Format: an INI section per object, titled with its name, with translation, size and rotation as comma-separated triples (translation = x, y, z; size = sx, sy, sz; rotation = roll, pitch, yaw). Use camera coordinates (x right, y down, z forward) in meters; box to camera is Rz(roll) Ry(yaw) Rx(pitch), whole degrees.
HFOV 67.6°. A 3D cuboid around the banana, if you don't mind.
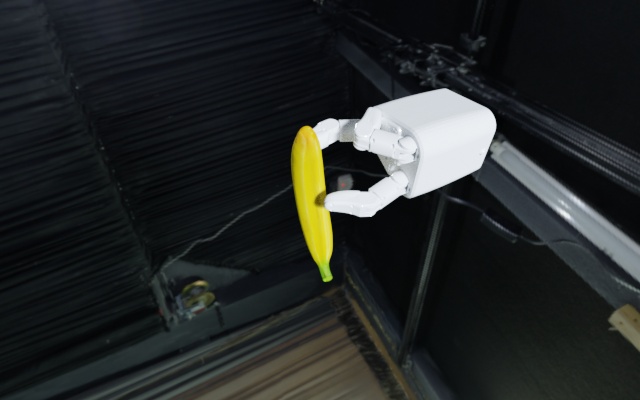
[banana]
translation = -0.007, -0.002, 0.569
size = 0.037, 0.198, 0.069
rotation = -19, 29, -17
